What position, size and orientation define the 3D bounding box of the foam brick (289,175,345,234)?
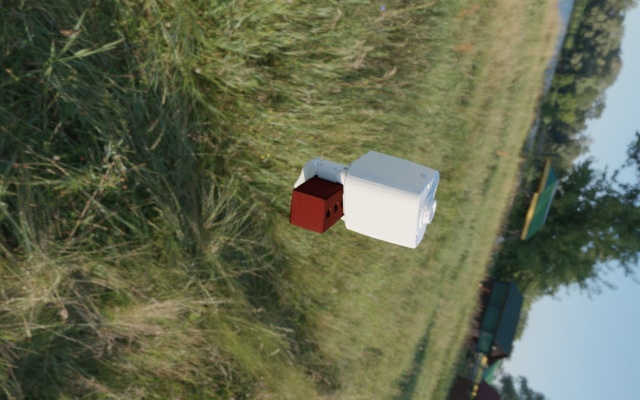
[{"bbox_3d":[0.000,0.002,0.659,0.051,0.053,0.078,19,29,23],"label":"foam brick"}]
